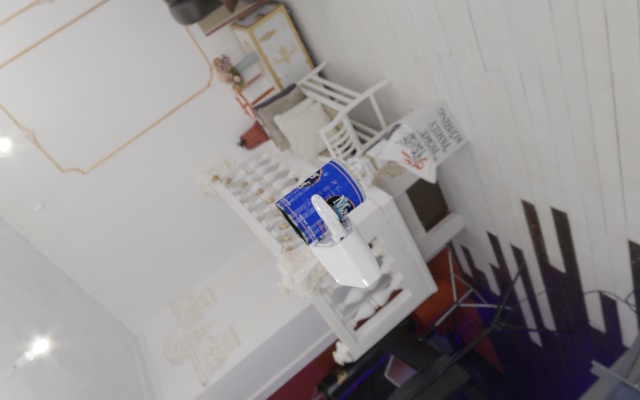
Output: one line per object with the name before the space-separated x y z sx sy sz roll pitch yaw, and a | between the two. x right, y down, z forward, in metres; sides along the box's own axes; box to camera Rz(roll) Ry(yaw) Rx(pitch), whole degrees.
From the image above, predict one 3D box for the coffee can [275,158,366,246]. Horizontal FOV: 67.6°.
coffee can | 0.000 0.003 0.897 0.140 0.103 0.103 -38 8 -10
